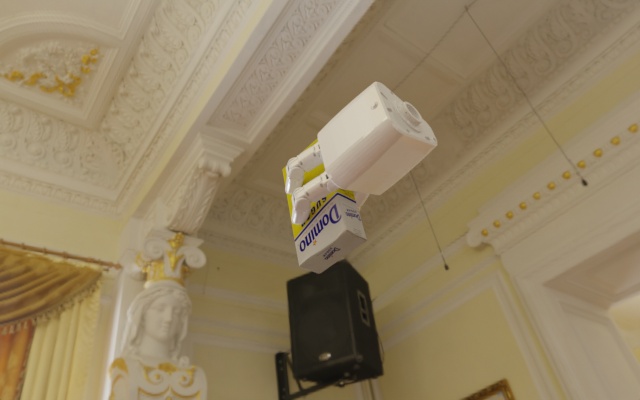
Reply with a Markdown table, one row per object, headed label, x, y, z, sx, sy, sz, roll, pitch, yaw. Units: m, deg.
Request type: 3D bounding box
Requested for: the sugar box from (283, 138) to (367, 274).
| label | x | y | z | sx | sy | sz | roll | pitch | yaw |
| --- | --- | --- | --- | --- | --- | --- | --- | --- | --- |
| sugar box | 0.000 | 0.002 | 0.667 | 0.048 | 0.176 | 0.093 | 27 | -53 | -36 |
